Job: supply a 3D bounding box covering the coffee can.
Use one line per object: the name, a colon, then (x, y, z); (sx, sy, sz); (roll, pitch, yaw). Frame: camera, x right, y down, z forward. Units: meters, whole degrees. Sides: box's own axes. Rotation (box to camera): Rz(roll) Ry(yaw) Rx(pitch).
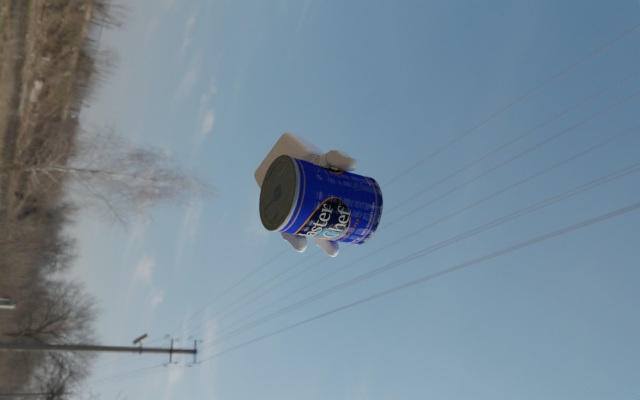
coffee can: (0.000, 0.002, 0.662); (0.140, 0.103, 0.103); (12, -6, -31)
